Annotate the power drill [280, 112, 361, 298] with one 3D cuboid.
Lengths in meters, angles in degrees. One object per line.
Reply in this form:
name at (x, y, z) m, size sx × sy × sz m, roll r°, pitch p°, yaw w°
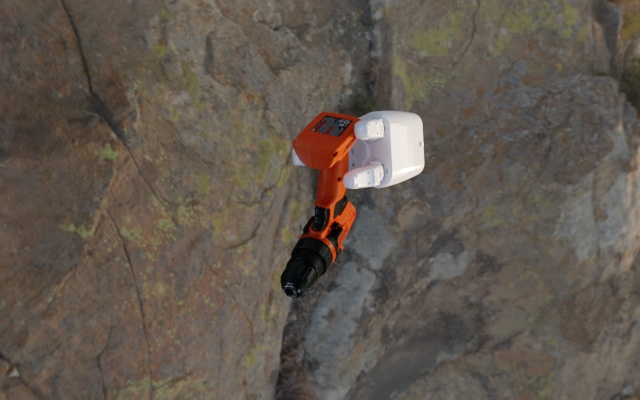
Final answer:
power drill at (0.000, 0.001, 0.579) m, size 0.057 × 0.188 × 0.184 m, roll 14°, pitch 36°, yaw 14°
